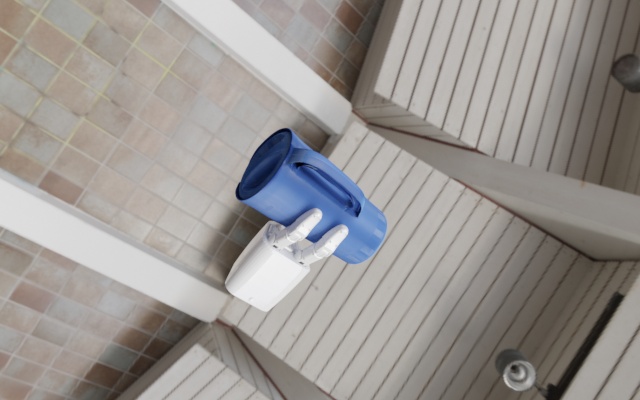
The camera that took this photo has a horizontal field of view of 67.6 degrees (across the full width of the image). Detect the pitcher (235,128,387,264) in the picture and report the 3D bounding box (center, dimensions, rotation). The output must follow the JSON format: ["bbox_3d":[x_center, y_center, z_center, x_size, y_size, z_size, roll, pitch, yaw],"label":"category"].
[{"bbox_3d":[0.000,0.003,0.767,0.243,0.145,0.149,36,15,-28],"label":"pitcher"}]
